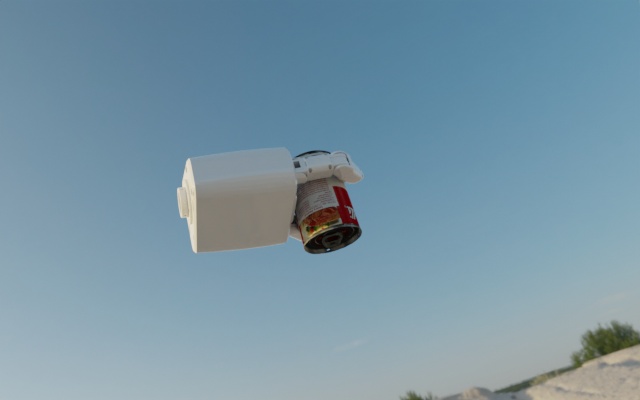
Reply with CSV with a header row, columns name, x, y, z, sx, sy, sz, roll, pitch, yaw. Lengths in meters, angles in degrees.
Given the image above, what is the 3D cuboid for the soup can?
name,x,y,z,sx,sy,sz,roll,pitch,yaw
soup can,0.000,0.001,0.553,0.068,0.102,0.068,-14,-26,-7
